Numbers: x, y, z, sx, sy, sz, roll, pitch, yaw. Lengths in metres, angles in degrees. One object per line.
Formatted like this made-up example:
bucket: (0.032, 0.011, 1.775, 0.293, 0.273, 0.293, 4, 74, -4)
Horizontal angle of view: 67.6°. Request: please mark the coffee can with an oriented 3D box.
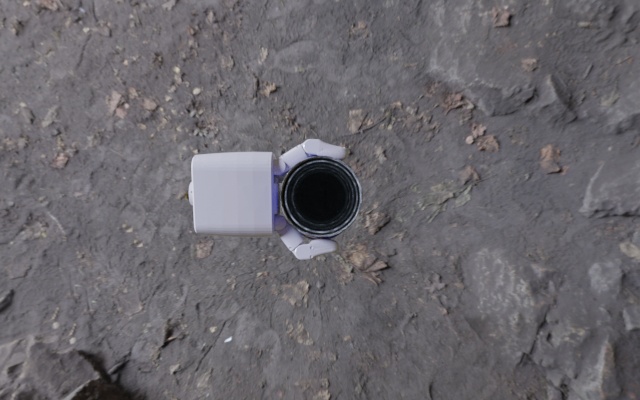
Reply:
coffee can: (0.000, 0.002, 0.656, 0.103, 0.103, 0.140, 0, -6, -1)
